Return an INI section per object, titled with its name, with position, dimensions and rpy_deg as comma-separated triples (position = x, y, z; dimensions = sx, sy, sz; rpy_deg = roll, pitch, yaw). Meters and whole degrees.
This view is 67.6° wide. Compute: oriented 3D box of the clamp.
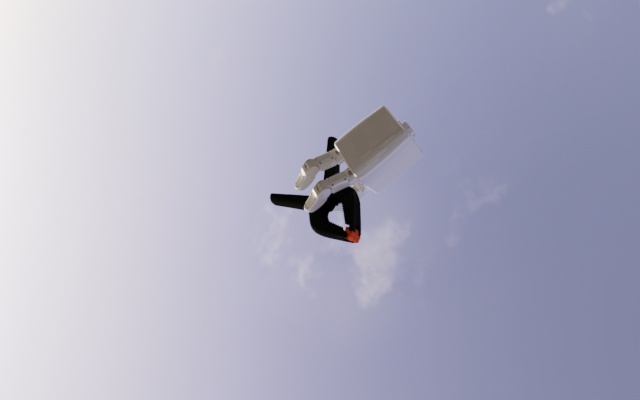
[clamp]
position = 0.001, 0.003, 0.808
dimensions = 0.164, 0.209, 0.036
rpy_deg = -39, -43, 13
